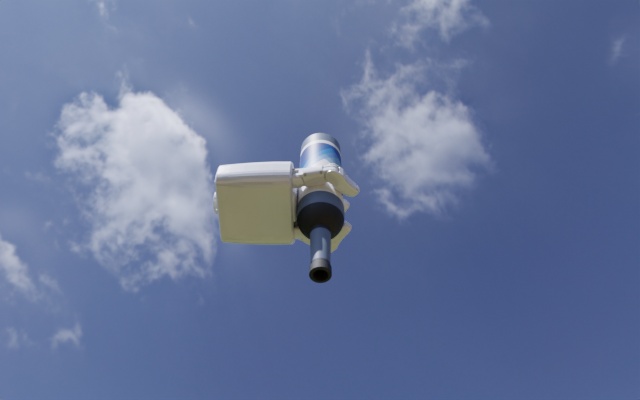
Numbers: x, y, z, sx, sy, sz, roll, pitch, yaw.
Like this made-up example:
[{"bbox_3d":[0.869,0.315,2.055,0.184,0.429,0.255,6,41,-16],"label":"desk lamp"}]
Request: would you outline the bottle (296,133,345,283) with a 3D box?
[{"bbox_3d":[0.000,0.002,0.687,0.069,0.069,0.295,0,36,0],"label":"bottle"}]
